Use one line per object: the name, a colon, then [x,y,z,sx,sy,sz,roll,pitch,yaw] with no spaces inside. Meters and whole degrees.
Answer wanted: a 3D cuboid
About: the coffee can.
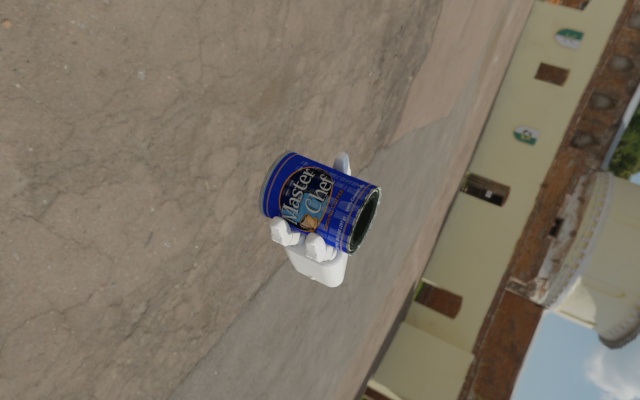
coffee can: [0.000,0.002,0.667,0.140,0.103,0.103,23,8,18]
